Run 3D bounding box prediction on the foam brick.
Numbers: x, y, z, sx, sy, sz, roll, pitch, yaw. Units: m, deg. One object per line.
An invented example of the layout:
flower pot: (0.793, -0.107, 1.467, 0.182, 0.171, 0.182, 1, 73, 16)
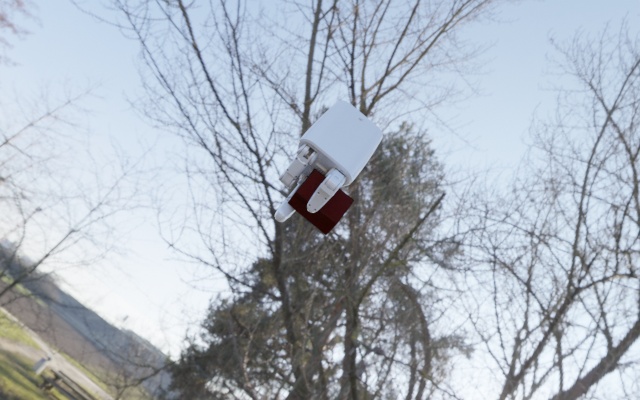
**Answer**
foam brick: (0.000, 0.003, 0.709, 0.078, 0.051, 0.053, 40, -29, -2)
